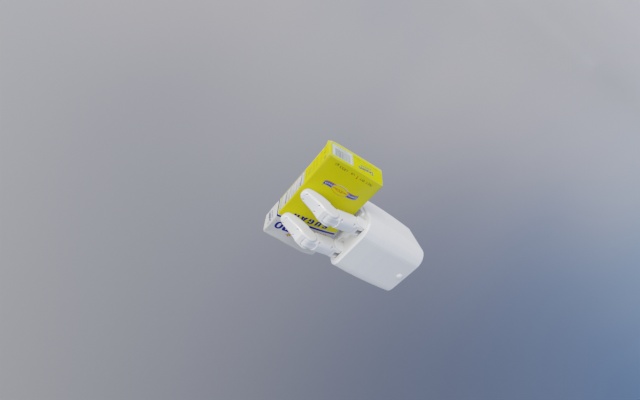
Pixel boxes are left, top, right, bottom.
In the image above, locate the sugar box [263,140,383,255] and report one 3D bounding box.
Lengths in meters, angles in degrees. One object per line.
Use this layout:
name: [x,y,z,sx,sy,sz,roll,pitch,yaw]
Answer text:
sugar box: [0.000,0.003,0.700,0.093,0.176,0.048,29,33,-18]
